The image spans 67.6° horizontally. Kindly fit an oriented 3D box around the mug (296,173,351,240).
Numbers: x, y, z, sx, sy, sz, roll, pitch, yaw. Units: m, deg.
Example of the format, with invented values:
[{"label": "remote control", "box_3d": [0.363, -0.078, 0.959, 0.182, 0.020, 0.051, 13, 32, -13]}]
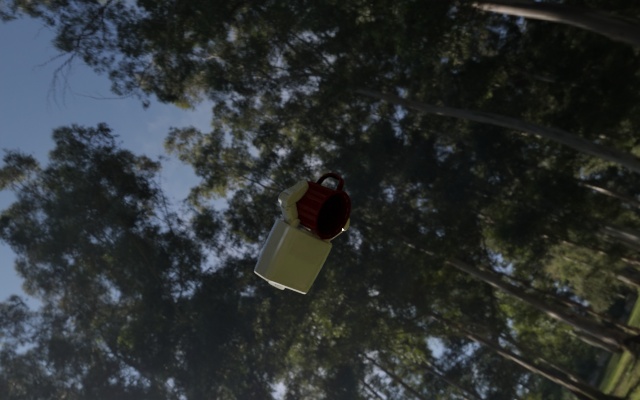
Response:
[{"label": "mug", "box_3d": [0.001, 0.001, 0.869, 0.081, 0.117, 0.093, 24, -2, 39]}]
